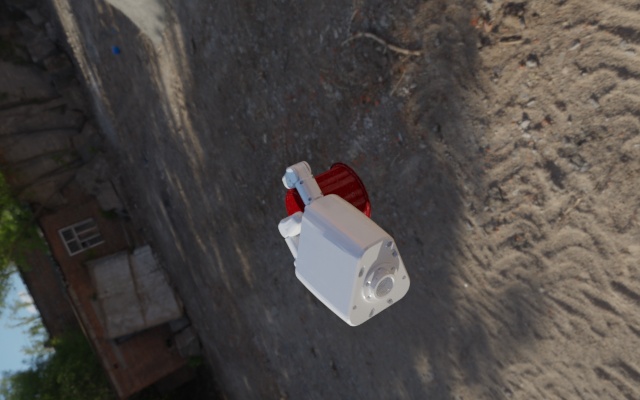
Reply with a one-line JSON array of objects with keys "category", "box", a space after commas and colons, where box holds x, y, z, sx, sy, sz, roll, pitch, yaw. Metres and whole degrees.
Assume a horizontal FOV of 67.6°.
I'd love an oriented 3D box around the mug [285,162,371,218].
[{"category": "mug", "box": [-0.001, 0.002, 0.643, 0.081, 0.093, 0.117, -26, 36, -24]}]
